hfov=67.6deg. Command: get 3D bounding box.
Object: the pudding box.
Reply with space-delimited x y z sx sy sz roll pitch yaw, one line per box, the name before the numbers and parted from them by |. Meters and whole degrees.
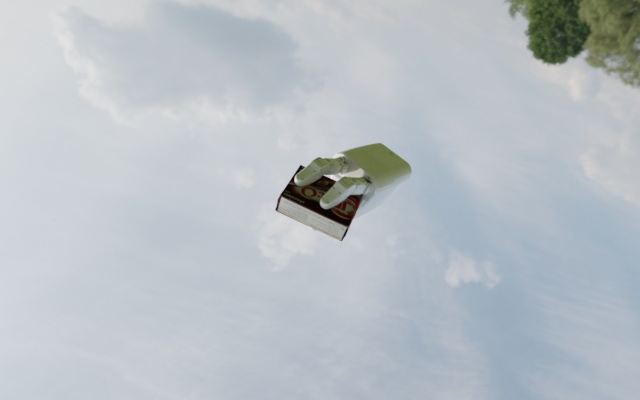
pudding box | 0.000 0.002 0.725 0.113 0.039 0.090 23 38 4
